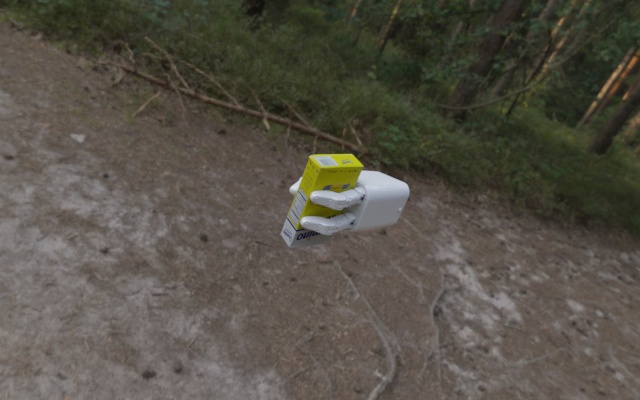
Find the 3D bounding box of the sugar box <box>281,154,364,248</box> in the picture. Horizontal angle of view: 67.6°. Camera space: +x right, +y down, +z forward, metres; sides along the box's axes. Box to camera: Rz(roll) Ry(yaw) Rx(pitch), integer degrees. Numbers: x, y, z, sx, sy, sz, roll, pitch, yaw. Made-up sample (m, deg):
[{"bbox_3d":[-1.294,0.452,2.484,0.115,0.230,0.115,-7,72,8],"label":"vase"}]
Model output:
[{"bbox_3d":[0.001,0.003,0.836,0.093,0.176,0.048,-5,38,-35],"label":"sugar box"}]
